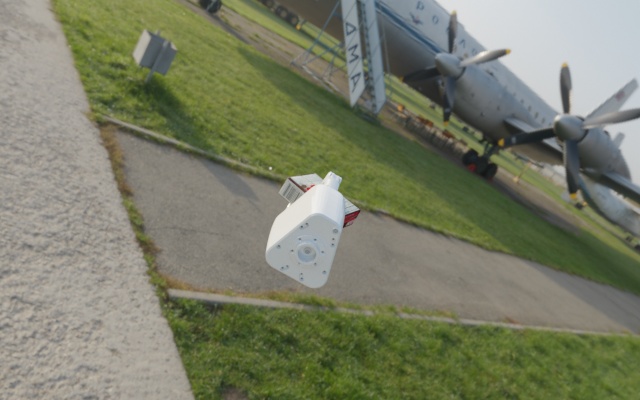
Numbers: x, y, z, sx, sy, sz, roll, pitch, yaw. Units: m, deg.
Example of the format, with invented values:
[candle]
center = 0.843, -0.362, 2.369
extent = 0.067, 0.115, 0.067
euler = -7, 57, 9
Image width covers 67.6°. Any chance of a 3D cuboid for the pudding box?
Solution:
[pudding box]
center = 0.000, 0.002, 0.793
extent = 0.113, 0.039, 0.090
euler = 41, 23, 18
